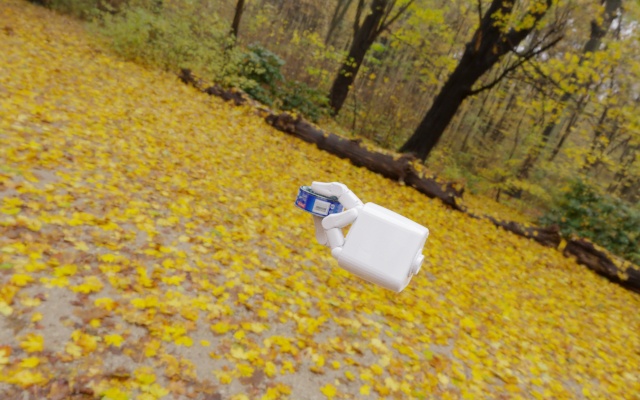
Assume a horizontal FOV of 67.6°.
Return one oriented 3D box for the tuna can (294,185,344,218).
[{"bbox_3d":[0.000,0.002,0.826,0.086,0.034,0.086,16,11,-3],"label":"tuna can"}]
